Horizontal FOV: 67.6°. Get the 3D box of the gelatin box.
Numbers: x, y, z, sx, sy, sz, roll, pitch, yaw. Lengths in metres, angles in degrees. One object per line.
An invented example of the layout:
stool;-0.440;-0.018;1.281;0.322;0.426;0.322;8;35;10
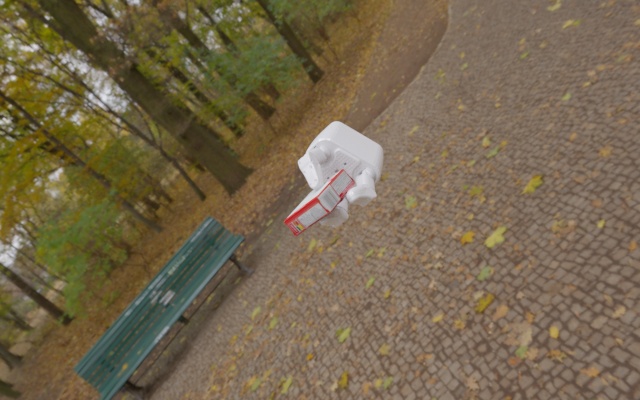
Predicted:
gelatin box;0.000;0.002;0.649;0.073;0.030;0.089;-35;8;39
